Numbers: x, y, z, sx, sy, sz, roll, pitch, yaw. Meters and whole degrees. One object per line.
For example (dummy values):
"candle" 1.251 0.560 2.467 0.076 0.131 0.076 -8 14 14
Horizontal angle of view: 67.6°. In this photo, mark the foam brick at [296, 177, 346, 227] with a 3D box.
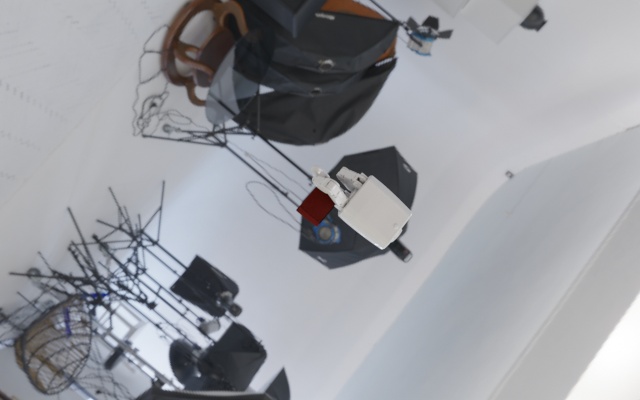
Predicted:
"foam brick" 0.000 0.003 0.899 0.051 0.078 0.053 41 -12 -1
